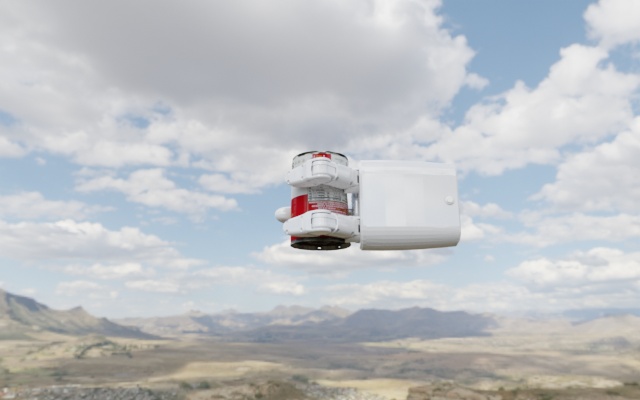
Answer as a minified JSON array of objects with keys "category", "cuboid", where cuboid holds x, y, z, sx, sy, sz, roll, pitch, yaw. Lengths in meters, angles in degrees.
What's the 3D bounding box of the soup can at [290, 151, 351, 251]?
[{"category":"soup can","cuboid":[0.000,0.002,0.543,0.068,0.102,0.068,0,-15,0]}]
